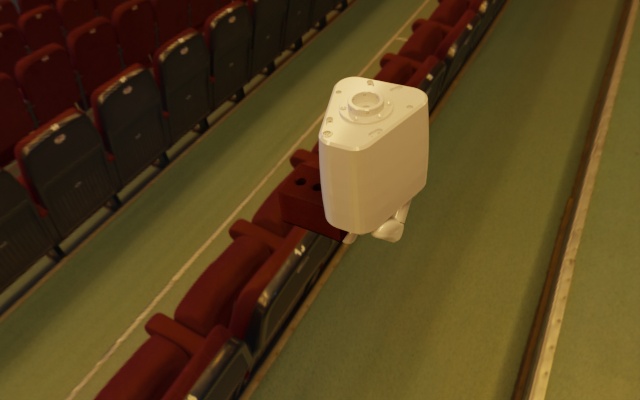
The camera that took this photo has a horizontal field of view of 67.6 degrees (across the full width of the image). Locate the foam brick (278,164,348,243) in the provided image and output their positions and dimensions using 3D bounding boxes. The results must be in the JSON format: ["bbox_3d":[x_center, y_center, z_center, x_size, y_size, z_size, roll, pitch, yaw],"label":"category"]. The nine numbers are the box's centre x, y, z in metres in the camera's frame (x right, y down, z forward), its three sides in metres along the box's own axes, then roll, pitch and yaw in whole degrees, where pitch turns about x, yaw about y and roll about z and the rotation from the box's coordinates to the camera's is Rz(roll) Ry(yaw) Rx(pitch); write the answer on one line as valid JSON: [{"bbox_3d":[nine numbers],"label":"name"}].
[{"bbox_3d":[0.000,0.002,0.535,0.078,0.051,0.053,18,52,23],"label":"foam brick"}]
